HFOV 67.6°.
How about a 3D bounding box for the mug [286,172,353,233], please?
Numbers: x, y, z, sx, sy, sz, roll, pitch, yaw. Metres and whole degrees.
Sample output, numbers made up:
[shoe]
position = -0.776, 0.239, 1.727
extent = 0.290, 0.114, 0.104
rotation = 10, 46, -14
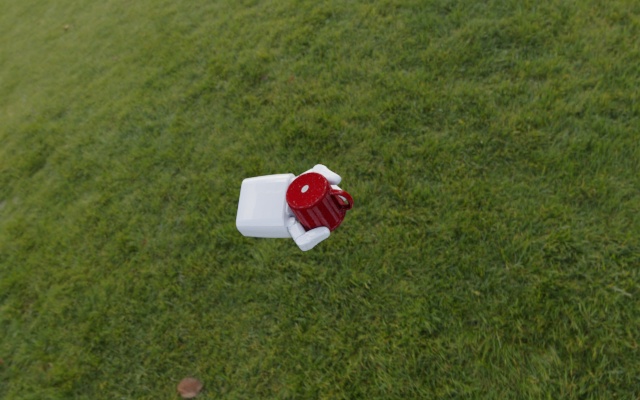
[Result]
[mug]
position = 0.001, 0.003, 0.846
extent = 0.117, 0.093, 0.081
rotation = -3, -36, 25
